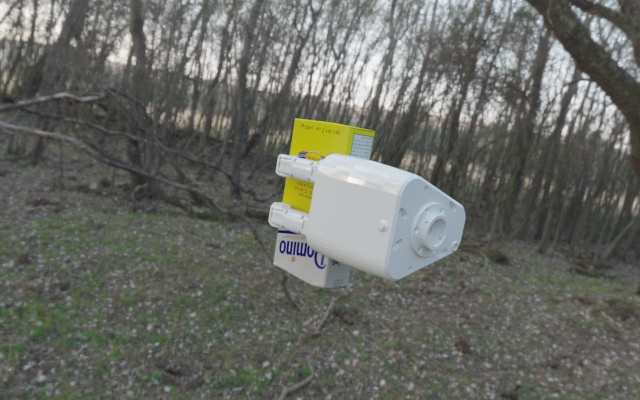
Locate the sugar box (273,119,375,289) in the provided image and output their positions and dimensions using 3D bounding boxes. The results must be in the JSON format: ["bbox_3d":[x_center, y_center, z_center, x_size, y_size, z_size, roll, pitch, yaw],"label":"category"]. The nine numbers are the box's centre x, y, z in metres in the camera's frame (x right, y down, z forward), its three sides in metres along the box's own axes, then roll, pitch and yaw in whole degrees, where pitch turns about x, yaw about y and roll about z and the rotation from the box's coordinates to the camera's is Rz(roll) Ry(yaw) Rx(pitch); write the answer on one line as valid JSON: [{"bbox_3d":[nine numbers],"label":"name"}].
[{"bbox_3d":[0.000,0.002,0.537,0.048,0.176,0.093,4,9,-44],"label":"sugar box"}]
